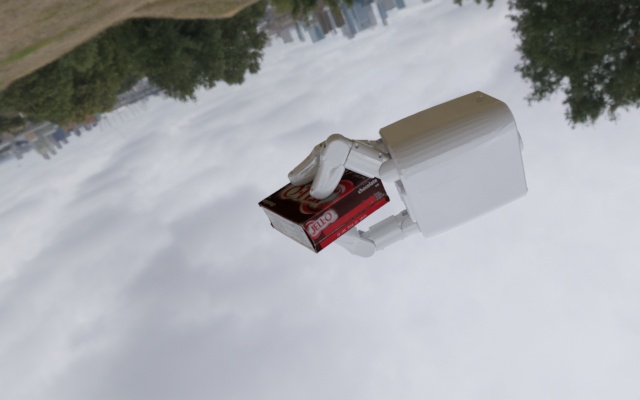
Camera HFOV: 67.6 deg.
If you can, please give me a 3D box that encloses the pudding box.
[{"bbox_3d":[0.000,0.002,0.472,0.090,0.039,0.113,-33,20,-19],"label":"pudding box"}]
